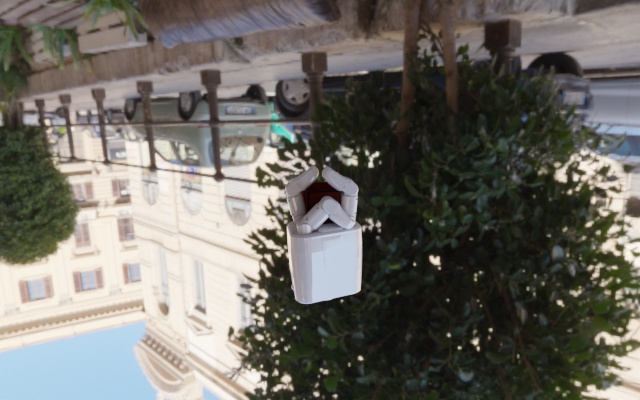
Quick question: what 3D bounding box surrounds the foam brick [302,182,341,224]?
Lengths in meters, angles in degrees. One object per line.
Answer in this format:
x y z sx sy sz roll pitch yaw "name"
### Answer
0.000 0.002 0.750 0.053 0.051 0.078 -4 12 -7 "foam brick"
